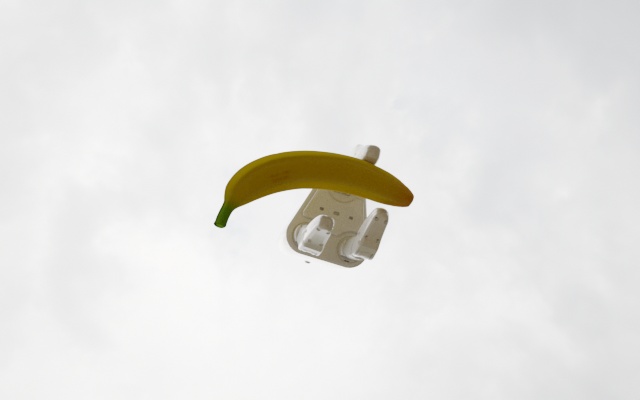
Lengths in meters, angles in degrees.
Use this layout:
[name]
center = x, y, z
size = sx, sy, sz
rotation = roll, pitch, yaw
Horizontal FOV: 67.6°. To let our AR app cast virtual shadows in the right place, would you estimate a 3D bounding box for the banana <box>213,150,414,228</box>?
[banana]
center = -0.006, -0.016, 0.461
size = 0.198, 0.069, 0.037
rotation = -7, -11, -16
